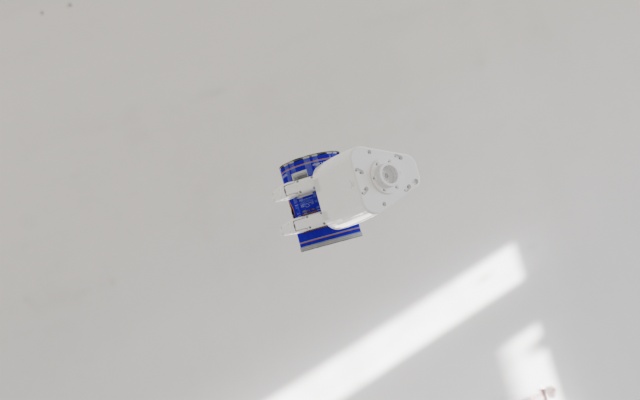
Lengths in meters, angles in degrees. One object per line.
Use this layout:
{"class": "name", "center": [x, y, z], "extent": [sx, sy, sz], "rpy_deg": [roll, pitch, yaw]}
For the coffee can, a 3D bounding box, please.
{"class": "coffee can", "center": [0.000, 0.003, 0.770], "extent": [0.103, 0.140, 0.103], "rpy_deg": [-15, -5, -1]}
